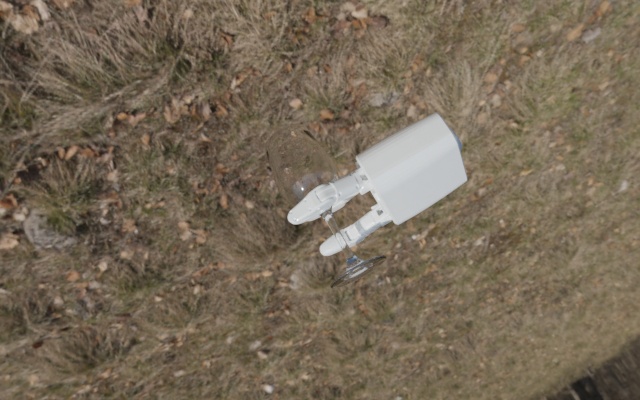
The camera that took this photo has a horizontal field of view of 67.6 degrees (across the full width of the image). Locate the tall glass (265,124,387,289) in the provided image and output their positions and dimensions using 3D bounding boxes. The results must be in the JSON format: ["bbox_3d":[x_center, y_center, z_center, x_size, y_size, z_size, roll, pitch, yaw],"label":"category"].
[{"bbox_3d":[0.000,0.003,0.588,0.079,0.201,0.079,-26,-20,-10],"label":"tall glass"}]
